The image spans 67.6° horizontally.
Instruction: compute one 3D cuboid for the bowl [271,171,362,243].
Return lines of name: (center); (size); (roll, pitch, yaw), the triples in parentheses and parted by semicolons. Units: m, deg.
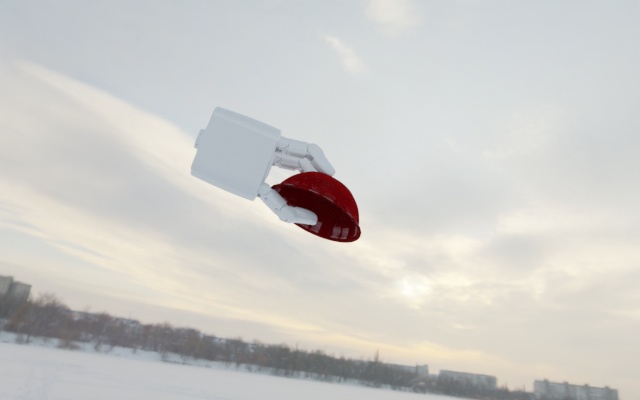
bowl: (0.001, 0.003, 0.759); (0.162, 0.055, 0.162); (23, -24, 11)
